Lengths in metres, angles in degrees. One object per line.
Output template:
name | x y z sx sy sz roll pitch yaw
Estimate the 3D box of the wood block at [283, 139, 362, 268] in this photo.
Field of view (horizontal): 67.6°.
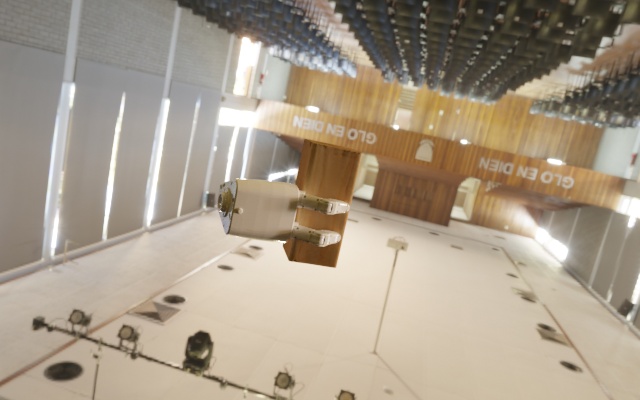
wood block | 0.000 0.003 0.850 0.090 0.206 0.091 10 10 -14
